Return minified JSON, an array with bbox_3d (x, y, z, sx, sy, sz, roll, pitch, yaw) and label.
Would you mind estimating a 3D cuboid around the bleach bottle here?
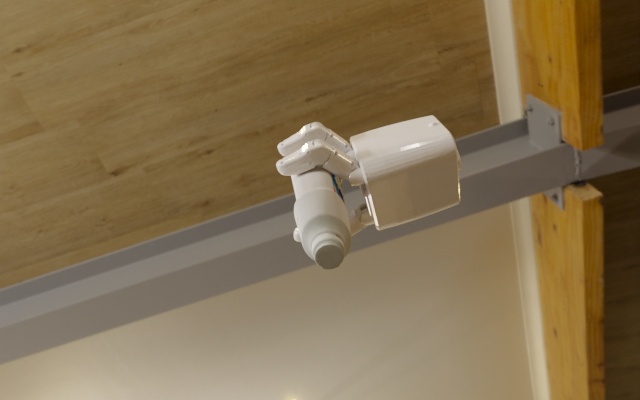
[{"bbox_3d":[0.000,0.002,0.559,0.068,0.103,0.250,-17,28,4],"label":"bleach bottle"}]
